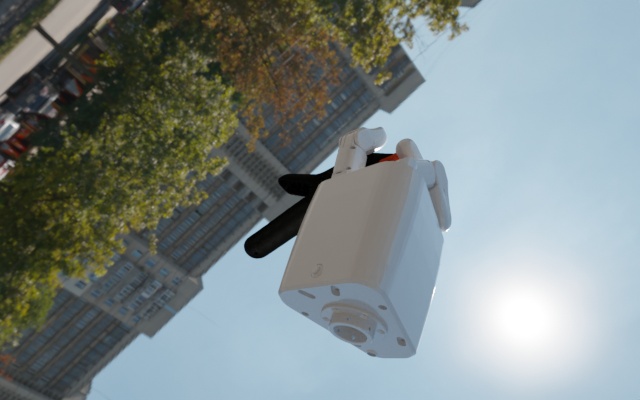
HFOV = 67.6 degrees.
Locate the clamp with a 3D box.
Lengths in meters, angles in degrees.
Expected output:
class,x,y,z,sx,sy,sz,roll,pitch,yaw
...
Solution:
class,x,y,z,sx,sy,sz,roll,pitch,yaw
clamp,0.001,0.002,0.461,0.171,0.120,0.039,-16,-51,41
